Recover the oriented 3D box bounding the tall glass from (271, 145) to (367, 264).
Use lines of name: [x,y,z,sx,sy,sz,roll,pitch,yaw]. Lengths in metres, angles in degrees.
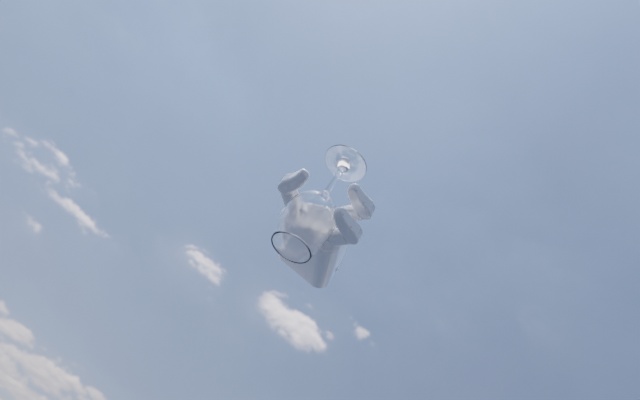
tall glass: [0.000,0.002,0.719,0.079,0.079,0.201,0,39,32]
